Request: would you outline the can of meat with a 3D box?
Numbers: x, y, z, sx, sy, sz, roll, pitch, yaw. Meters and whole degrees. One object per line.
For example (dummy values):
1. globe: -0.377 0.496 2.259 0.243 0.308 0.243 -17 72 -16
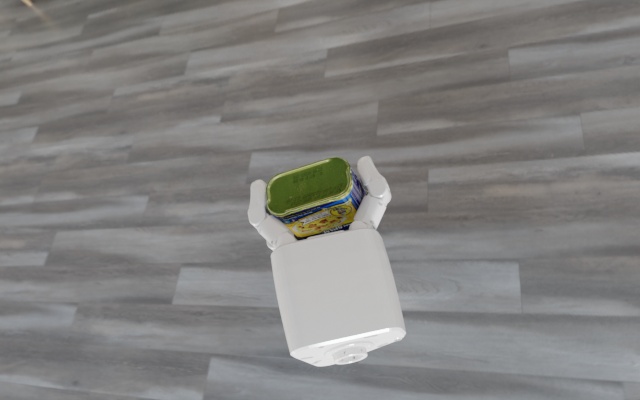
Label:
1. can of meat: 0.000 0.002 0.532 0.102 0.057 0.084 -17 -30 14
